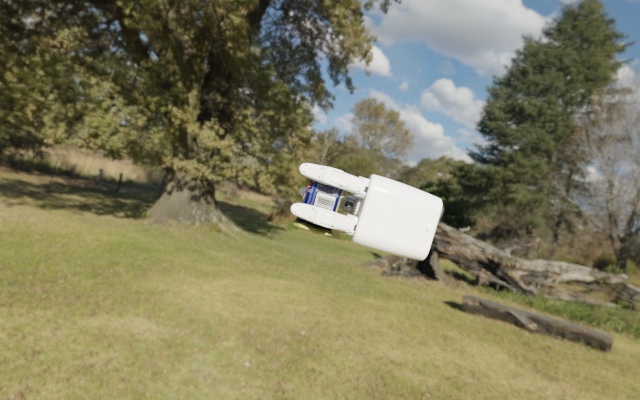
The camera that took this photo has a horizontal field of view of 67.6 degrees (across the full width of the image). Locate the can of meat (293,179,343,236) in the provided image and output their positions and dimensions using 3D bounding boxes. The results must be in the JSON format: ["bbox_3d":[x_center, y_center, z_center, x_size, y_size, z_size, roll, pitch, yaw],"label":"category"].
[{"bbox_3d":[0.000,0.002,0.693,0.057,0.084,0.102,17,-1,-1],"label":"can of meat"}]
